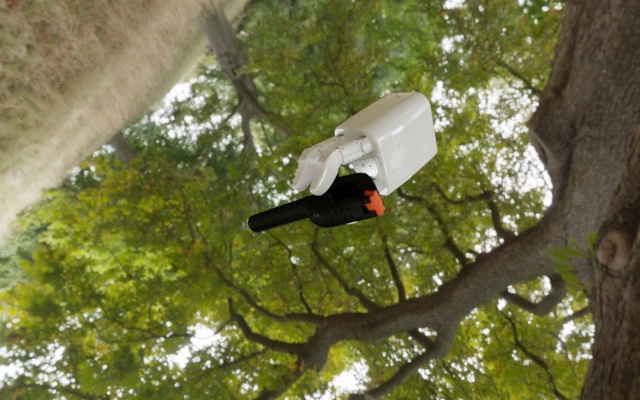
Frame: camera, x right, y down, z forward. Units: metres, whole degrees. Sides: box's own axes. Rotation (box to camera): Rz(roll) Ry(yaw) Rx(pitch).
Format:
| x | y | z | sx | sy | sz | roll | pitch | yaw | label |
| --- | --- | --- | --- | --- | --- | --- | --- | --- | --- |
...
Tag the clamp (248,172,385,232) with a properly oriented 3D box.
| x | y | z | sx | sy | sz | roll | pitch | yaw | label |
| --- | --- | --- | --- | --- | --- | --- | --- | --- | --- |
| 0.001 | 0.003 | 0.622 | 0.164 | 0.036 | 0.210 | -38 | 24 | -18 | clamp |
